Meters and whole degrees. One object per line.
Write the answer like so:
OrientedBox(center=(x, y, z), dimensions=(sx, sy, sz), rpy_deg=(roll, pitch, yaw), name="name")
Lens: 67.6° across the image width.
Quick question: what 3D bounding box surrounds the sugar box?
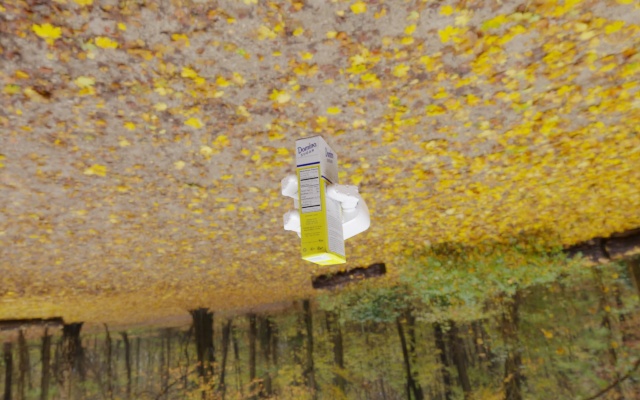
OrientedBox(center=(0.000, 0.003, 0.711), dimensions=(0.048, 0.176, 0.093), rpy_deg=(-11, -17, 16), name="sugar box")
